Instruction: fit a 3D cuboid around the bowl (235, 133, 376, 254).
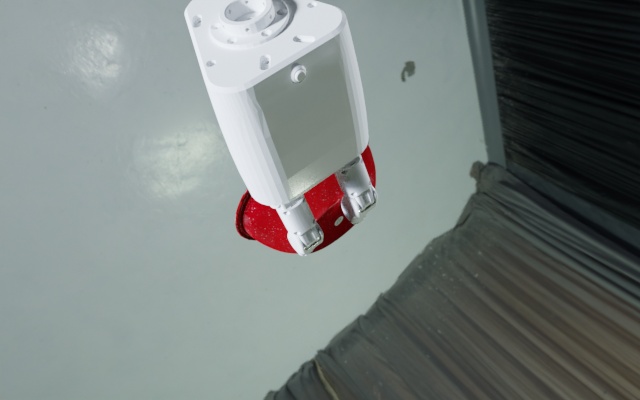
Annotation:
[{"bbox_3d":[0.001,0.002,0.463,0.162,0.055,0.162,-34,-22,-16],"label":"bowl"}]
